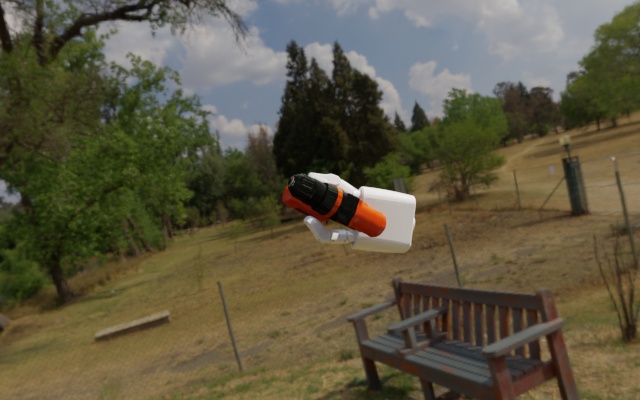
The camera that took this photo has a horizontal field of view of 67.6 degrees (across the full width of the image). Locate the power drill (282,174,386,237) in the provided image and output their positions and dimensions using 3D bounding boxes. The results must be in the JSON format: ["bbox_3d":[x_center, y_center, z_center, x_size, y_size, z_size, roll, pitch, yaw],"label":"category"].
[{"bbox_3d":[0.000,0.003,0.828,0.184,0.057,0.187,29,-5,-24],"label":"power drill"}]
